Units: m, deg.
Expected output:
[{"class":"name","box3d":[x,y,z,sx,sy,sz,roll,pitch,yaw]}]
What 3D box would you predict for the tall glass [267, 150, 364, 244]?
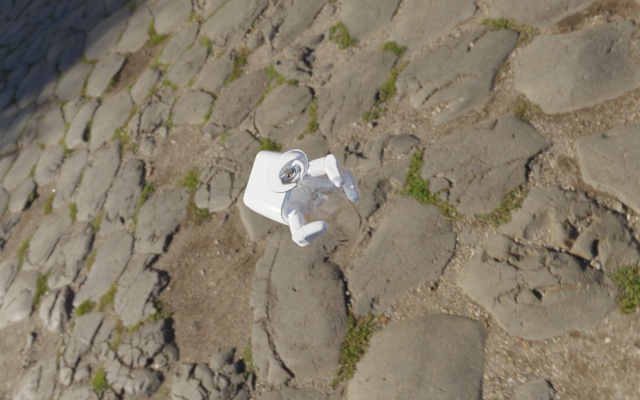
[{"class":"tall glass","box3d":[0.000,0.002,0.777,0.079,0.079,0.201,0,-28,35]}]
